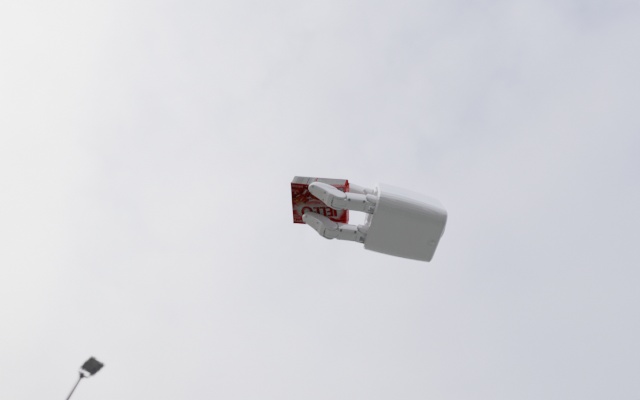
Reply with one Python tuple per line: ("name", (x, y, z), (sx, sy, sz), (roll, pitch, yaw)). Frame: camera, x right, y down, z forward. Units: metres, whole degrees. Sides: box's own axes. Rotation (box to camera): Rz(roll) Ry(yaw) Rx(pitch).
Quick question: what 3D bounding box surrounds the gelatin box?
("gelatin box", (0.000, 0.002, 0.743), (0.089, 0.073, 0.030), (5, 30, 12))
